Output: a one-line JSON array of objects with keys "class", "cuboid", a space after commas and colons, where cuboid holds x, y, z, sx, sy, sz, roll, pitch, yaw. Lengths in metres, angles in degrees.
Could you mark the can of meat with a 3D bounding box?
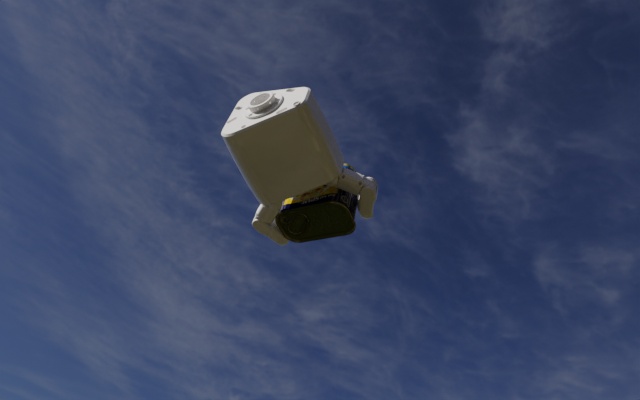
[{"class": "can of meat", "cuboid": [0.000, 0.002, 0.633, 0.102, 0.057, 0.084, -12, 39, 24]}]
